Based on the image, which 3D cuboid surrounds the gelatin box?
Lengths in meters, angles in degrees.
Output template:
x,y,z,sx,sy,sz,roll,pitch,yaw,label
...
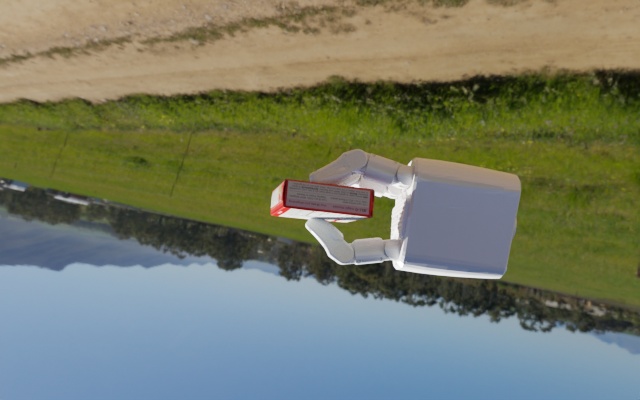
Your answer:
x,y,z,sx,sy,sz,roll,pitch,yaw,label
0.000,0.002,0.474,0.089,0.030,0.073,6,-8,-14,gelatin box
